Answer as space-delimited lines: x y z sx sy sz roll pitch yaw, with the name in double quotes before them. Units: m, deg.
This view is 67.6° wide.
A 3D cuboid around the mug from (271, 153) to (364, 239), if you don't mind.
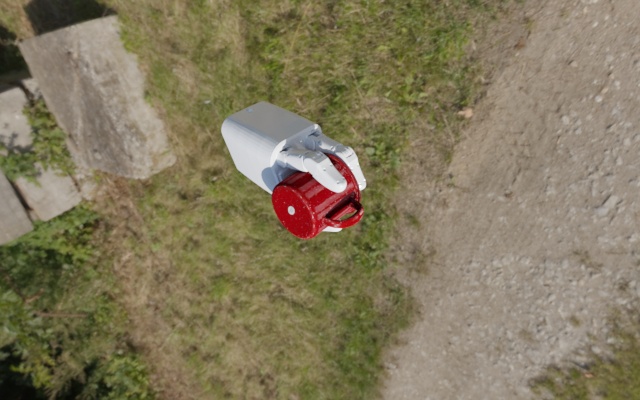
"mug" 0.001 0.003 0.612 0.117 0.093 0.081 31 49 31
